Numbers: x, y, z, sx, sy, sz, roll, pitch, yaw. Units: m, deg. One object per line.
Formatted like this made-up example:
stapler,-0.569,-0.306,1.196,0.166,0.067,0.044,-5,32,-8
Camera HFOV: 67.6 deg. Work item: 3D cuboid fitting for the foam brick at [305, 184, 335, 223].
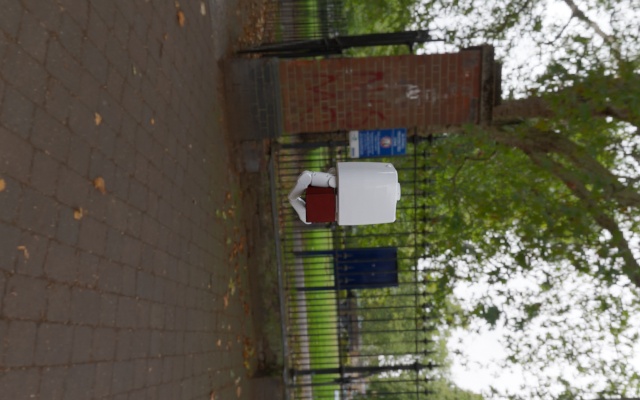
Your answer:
foam brick,0.000,0.003,0.843,0.051,0.053,0.078,0,16,1
